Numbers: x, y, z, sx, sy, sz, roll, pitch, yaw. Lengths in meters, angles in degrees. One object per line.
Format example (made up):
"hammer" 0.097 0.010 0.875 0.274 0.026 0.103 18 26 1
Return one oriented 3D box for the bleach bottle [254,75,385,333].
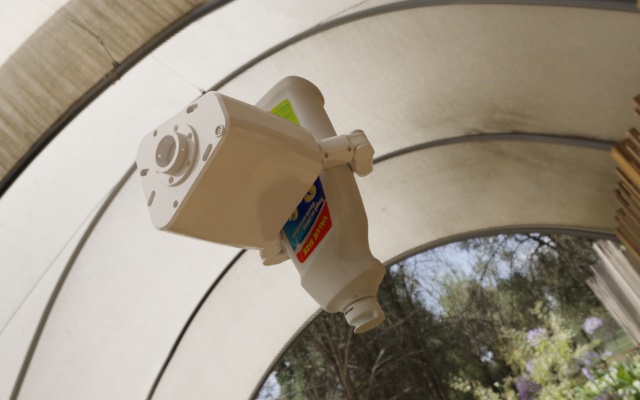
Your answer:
"bleach bottle" 0.000 0.002 0.458 0.102 0.250 0.068 -39 -32 23
